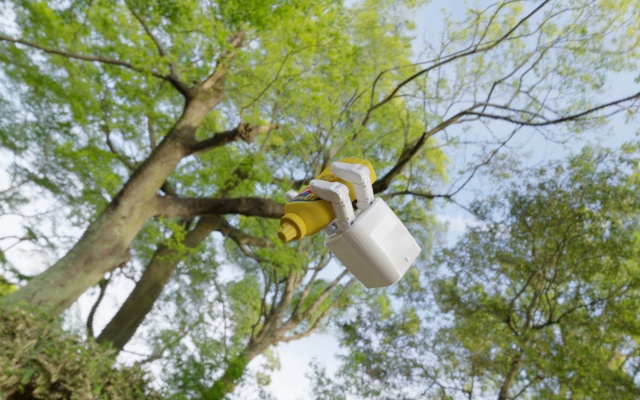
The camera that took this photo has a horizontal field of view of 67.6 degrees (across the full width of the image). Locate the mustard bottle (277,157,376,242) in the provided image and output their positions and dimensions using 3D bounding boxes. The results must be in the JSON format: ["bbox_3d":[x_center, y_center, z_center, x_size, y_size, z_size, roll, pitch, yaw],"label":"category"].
[{"bbox_3d":[0.000,0.002,0.737,0.096,0.058,0.191,-2,31,43],"label":"mustard bottle"}]
